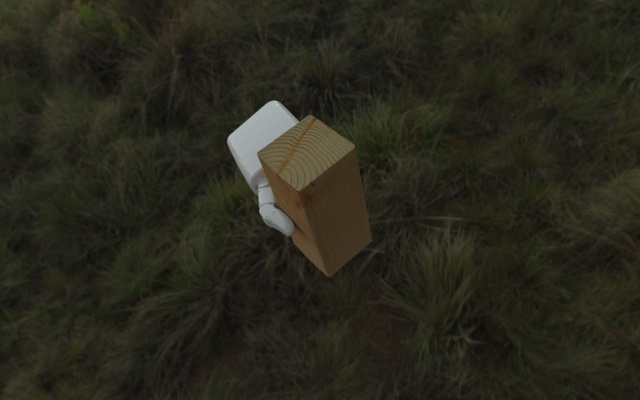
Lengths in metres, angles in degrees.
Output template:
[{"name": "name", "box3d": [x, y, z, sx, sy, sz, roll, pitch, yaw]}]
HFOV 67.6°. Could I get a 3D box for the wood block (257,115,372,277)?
[{"name": "wood block", "box3d": [0.000, 0.002, 0.646, 0.090, 0.091, 0.206, 41, -19, 34]}]
